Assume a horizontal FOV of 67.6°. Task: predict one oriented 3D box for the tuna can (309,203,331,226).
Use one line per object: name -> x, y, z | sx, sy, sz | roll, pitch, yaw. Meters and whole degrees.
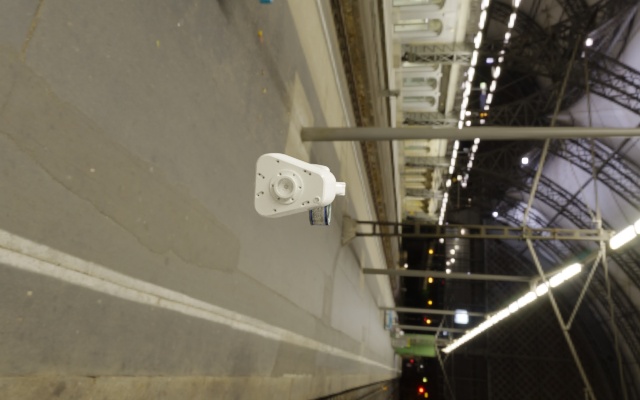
tuna can -> 0.001, 0.003, 0.863 | 0.034, 0.086, 0.086 | 1, 0, 5
